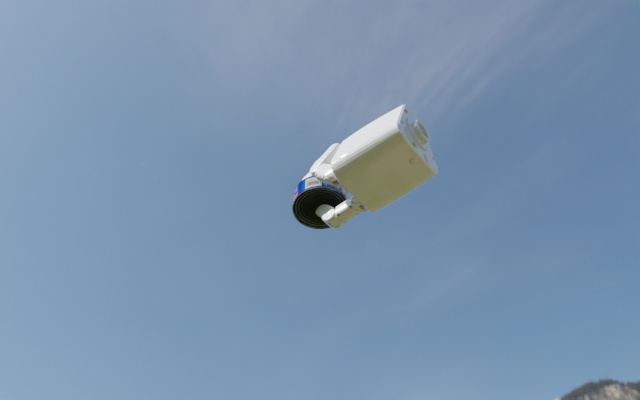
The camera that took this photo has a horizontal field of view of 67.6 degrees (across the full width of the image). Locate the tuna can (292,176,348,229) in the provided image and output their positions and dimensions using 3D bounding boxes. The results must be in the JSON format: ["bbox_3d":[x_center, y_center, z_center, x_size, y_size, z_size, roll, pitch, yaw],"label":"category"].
[{"bbox_3d":[0.000,0.002,0.734,0.086,0.086,0.033,0,42,-1],"label":"tuna can"}]
